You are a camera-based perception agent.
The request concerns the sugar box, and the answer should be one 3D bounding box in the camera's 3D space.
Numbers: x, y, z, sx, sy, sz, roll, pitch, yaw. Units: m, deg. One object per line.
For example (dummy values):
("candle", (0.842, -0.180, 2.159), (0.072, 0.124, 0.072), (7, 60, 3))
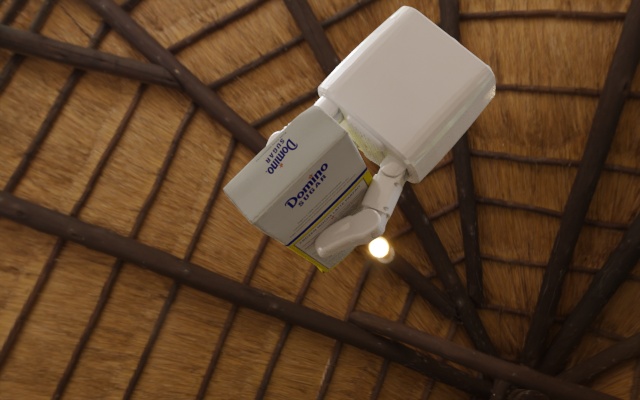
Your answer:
("sugar box", (0.000, 0.001, 0.406), (0.048, 0.093, 0.176), (45, -2, 29))
